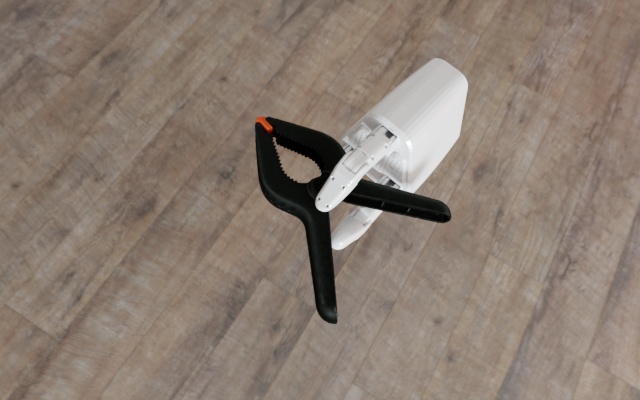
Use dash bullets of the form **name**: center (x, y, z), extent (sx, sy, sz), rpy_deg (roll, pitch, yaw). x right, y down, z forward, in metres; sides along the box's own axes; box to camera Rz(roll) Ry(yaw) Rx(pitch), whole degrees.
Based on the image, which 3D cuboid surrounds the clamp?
- **clamp**: center (0.000, 0.001, 0.461), extent (0.210, 0.164, 0.036), rpy_deg (40, -23, 12)
